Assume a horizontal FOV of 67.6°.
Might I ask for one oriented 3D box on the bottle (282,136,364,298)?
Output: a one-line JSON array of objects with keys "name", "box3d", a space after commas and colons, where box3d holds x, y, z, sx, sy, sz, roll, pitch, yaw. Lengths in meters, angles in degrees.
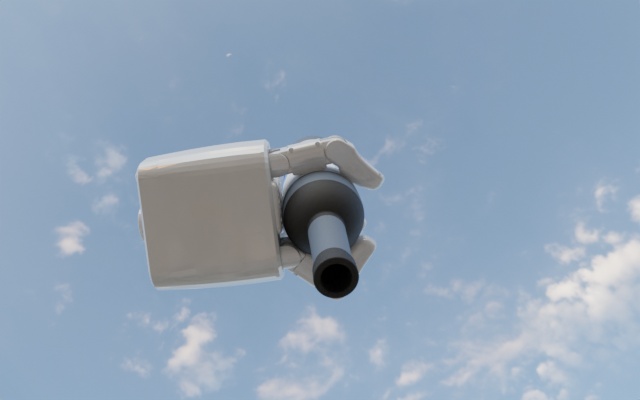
[{"name": "bottle", "box3d": [0.000, 0.001, 0.421, 0.069, 0.069, 0.295, 0, 18, -4]}]
